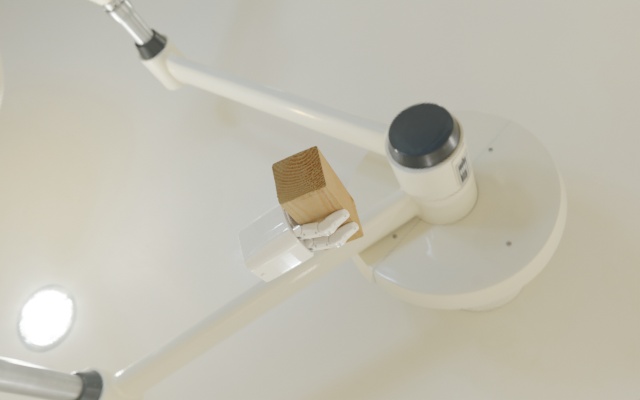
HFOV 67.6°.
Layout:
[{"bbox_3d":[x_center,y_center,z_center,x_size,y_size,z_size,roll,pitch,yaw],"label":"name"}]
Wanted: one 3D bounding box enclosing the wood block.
[{"bbox_3d":[0.000,0.003,0.888,0.090,0.090,0.206,-22,-34,12],"label":"wood block"}]
